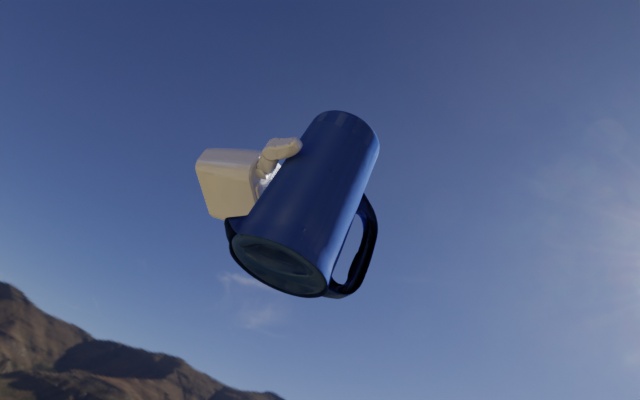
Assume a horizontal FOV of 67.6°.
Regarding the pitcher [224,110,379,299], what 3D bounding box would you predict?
[{"bbox_3d":[0.000,0.002,0.636,0.145,0.242,0.149,7,-37,29],"label":"pitcher"}]
